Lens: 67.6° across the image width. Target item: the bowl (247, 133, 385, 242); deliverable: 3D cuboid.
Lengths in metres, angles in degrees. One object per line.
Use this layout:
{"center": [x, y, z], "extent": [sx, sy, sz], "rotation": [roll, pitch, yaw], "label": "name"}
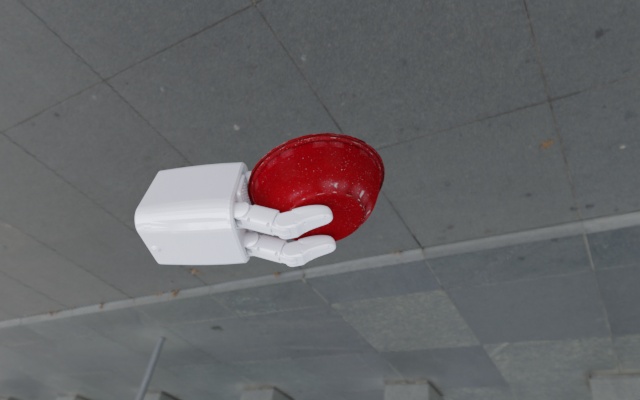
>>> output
{"center": [0.001, 0.002, 0.540], "extent": [0.162, 0.055, 0.162], "rotation": [-7, -40, -6], "label": "bowl"}
